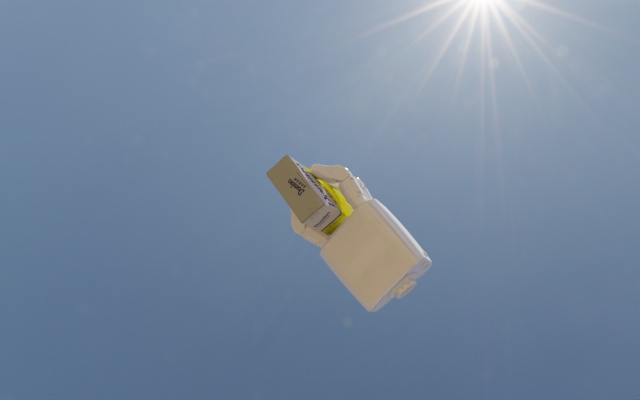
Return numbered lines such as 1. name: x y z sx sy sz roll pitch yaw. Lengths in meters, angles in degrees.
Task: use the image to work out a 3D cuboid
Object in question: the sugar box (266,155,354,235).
1. sugar box: 0.001 0.002 0.688 0.048 0.093 0.176 -41 -24 7
